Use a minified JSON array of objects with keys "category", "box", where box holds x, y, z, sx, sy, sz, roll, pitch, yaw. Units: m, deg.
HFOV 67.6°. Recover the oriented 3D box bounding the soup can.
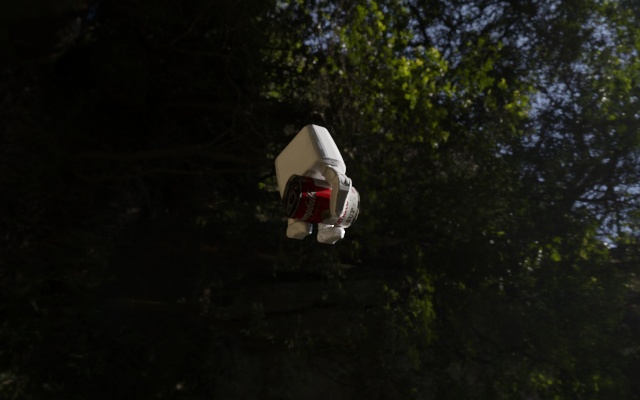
[{"category":"soup can","box":[0.001,0.003,0.734,0.102,0.068,0.068,11,-5,-26]}]
